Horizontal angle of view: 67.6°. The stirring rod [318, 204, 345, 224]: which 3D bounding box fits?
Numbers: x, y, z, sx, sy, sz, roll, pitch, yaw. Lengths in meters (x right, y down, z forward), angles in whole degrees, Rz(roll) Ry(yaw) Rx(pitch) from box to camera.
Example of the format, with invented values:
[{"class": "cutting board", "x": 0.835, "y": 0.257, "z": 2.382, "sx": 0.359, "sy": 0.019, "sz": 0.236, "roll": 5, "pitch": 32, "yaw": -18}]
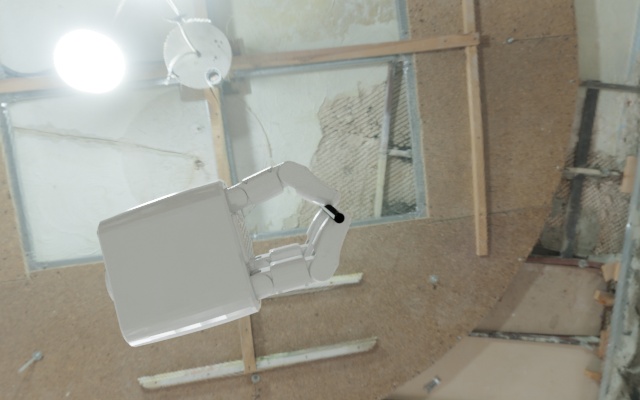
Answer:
[{"class": "stirring rod", "x": 0.000, "y": 0.002, "z": 0.467, "sx": 0.011, "sy": 0.011, "sz": 0.239, "roll": 0, "pitch": 5, "yaw": -7}]
